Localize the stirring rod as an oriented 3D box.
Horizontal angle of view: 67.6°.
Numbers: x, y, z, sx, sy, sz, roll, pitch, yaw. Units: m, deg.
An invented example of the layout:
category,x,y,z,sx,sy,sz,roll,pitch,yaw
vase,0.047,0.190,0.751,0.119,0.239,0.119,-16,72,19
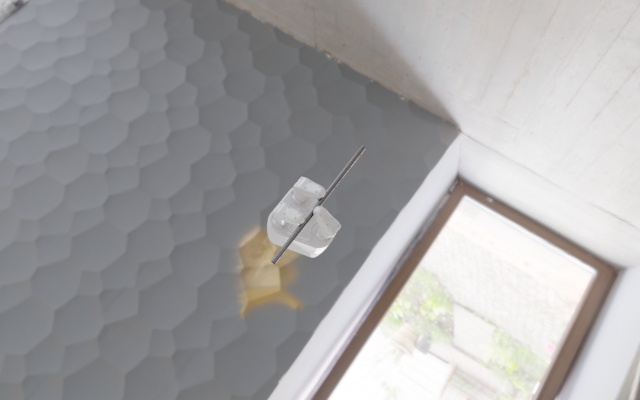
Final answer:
category,x,y,z,sx,sy,sz,roll,pitch,yaw
stirring rod,0.000,0.002,0.745,0.011,0.239,0.011,34,-19,13
